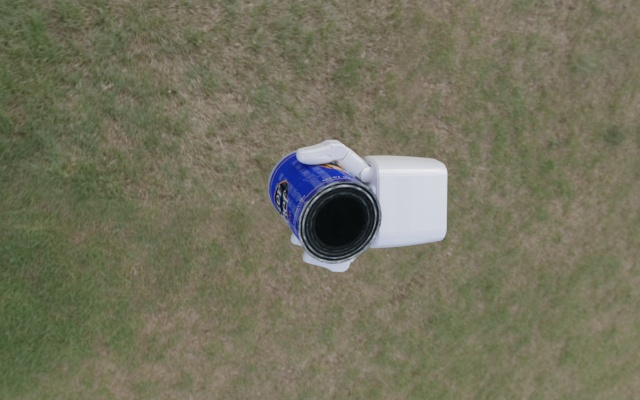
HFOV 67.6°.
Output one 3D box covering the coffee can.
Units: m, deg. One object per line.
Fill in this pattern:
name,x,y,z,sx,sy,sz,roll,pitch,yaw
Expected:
coffee can,0.000,0.002,0.599,0.103,0.103,0.140,0,20,-21
